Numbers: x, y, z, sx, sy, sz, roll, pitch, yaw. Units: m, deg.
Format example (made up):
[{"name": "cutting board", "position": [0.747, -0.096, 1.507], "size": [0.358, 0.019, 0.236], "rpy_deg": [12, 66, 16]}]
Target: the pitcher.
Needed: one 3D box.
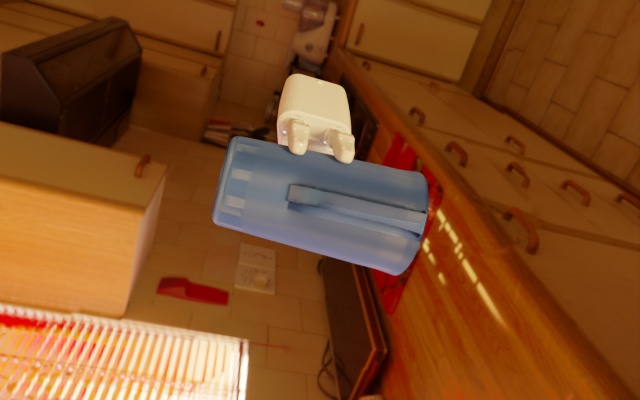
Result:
[{"name": "pitcher", "position": [0.000, 0.002, 0.572], "size": [0.243, 0.145, 0.149], "rpy_deg": [13, -46, -11]}]
